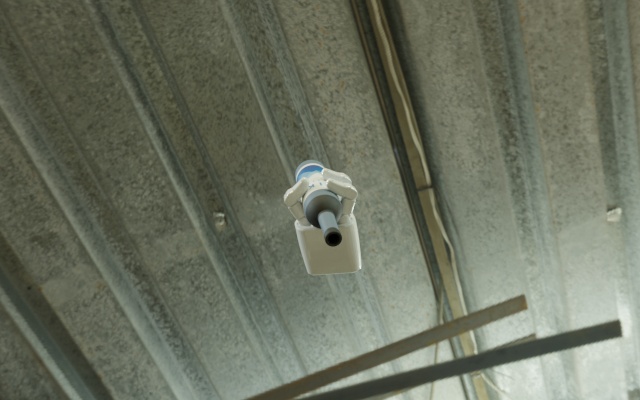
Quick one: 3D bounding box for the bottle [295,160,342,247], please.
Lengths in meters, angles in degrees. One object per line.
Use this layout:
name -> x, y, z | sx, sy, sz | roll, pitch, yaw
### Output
bottle -> 0.000, 0.003, 0.870 | 0.069, 0.069, 0.295 | 0, 23, -9
